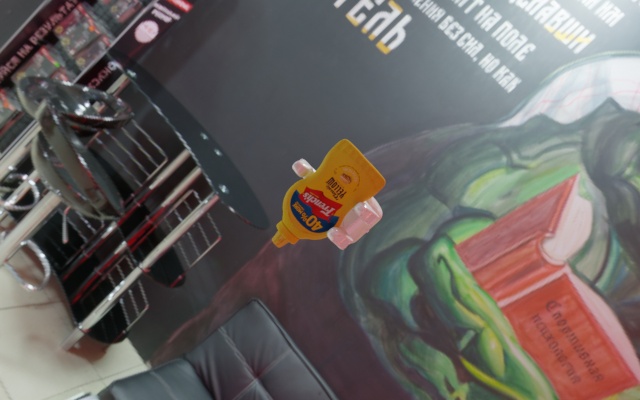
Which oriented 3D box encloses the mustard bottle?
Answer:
[{"bbox_3d":[0.000,0.002,0.733,0.191,0.096,0.058,-43,2,6],"label":"mustard bottle"}]
